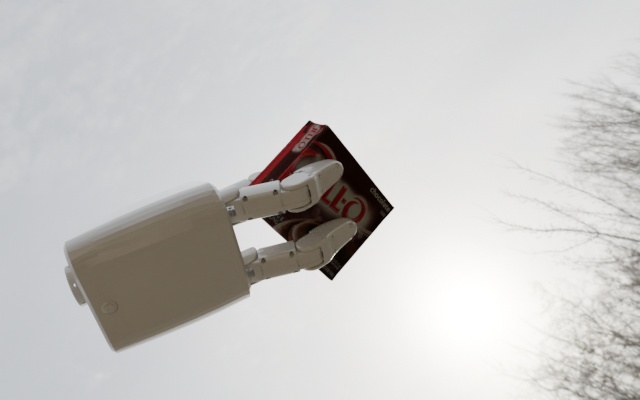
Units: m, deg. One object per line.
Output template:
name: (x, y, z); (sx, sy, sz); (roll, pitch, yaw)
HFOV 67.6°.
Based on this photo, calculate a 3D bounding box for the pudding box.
pudding box: (0.000, 0.001, 0.414); (0.113, 0.090, 0.039); (47, -8, -36)
